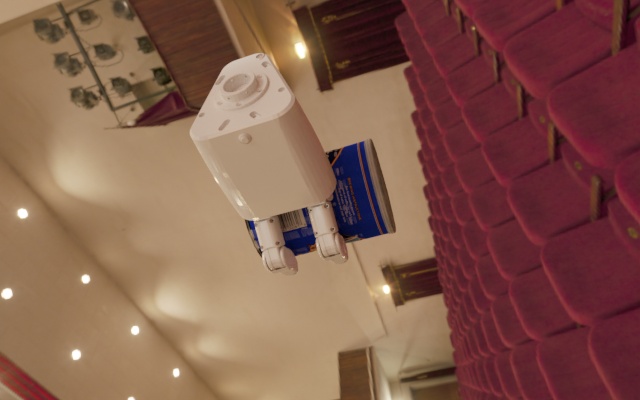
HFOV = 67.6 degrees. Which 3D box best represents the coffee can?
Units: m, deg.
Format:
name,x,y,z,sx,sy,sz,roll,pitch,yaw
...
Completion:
name,x,y,z,sx,sy,sz,roll,pitch,yaw
coffee can,0.000,0.002,0.513,0.140,0.103,0.103,-15,-3,11
